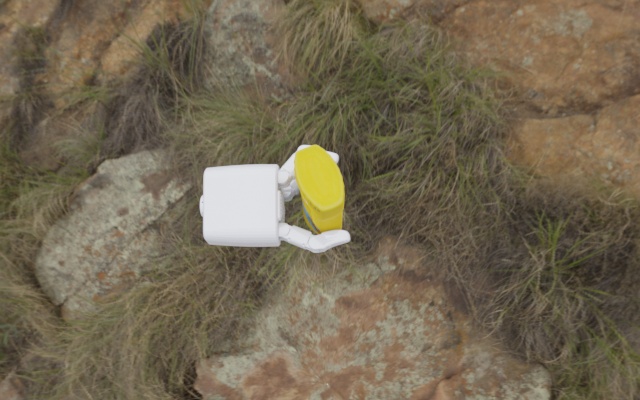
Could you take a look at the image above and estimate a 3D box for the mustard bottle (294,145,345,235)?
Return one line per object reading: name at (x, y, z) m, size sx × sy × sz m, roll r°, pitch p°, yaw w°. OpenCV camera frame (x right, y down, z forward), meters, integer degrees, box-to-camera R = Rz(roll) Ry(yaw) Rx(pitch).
mustard bottle at (0.000, 0.002, 0.700) m, size 0.058 × 0.096 × 0.192 m, roll -23°, pitch -20°, yaw -7°
